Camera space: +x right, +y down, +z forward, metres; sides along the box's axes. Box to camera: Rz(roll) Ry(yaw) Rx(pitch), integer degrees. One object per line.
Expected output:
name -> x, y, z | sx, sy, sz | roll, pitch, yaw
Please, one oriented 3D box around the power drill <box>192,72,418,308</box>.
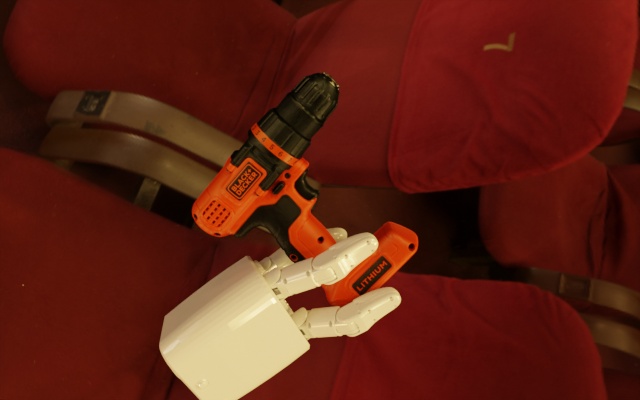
power drill -> 0.000, 0.002, 0.452 | 0.187, 0.184, 0.057 | 41, 13, -7
